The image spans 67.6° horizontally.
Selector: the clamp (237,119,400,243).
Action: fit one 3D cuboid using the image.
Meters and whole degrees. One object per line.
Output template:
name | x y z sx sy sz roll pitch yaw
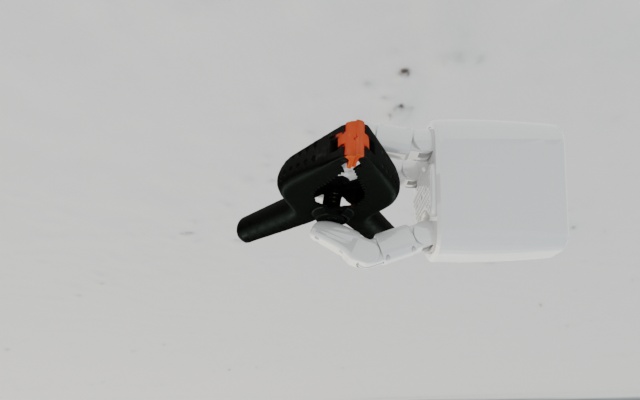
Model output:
clamp | 0.000 0.002 0.400 0.164 0.036 0.210 1 -24 0
